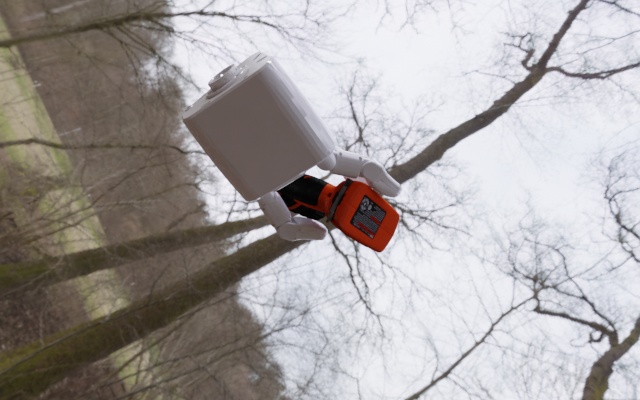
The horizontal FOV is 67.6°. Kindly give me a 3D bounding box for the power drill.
[{"bbox_3d":[0.000,0.002,0.586,0.187,0.057,0.184,21,-8,41],"label":"power drill"}]
